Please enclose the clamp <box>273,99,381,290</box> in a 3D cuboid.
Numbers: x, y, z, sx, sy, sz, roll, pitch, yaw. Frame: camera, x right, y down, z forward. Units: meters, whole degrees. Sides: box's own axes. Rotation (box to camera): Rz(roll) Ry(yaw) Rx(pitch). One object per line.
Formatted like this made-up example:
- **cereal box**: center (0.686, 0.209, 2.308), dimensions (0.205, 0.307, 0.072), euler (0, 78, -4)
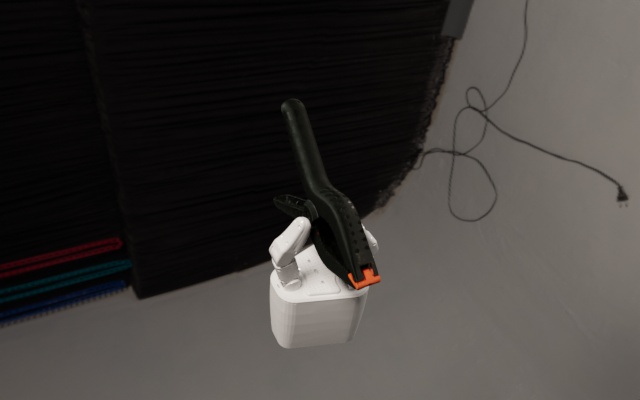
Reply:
- **clamp**: center (0.000, 0.002, 0.512), dimensions (0.036, 0.165, 0.210), euler (-17, 45, -22)
